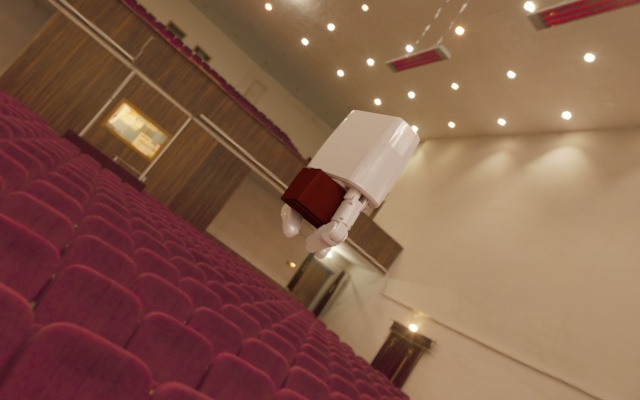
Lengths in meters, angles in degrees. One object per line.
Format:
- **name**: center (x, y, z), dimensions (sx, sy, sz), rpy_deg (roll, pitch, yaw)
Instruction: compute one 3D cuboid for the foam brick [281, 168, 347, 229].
- **foam brick**: center (0.000, 0.002, 0.593), dimensions (0.078, 0.051, 0.053), rpy_deg (41, -12, -23)
